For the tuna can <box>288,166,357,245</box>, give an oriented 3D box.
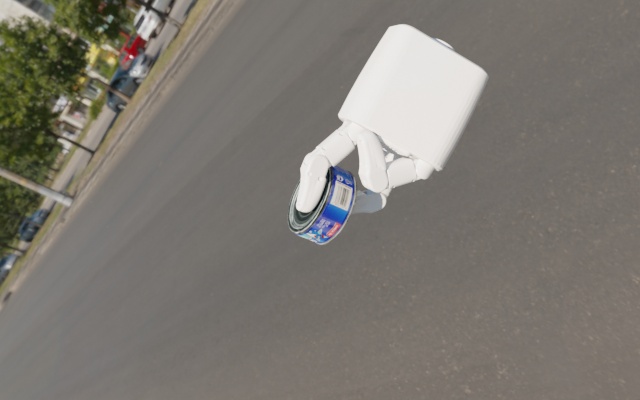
[{"bbox_3d":[0.000,0.002,0.512,0.034,0.086,0.086,24,-11,-26],"label":"tuna can"}]
